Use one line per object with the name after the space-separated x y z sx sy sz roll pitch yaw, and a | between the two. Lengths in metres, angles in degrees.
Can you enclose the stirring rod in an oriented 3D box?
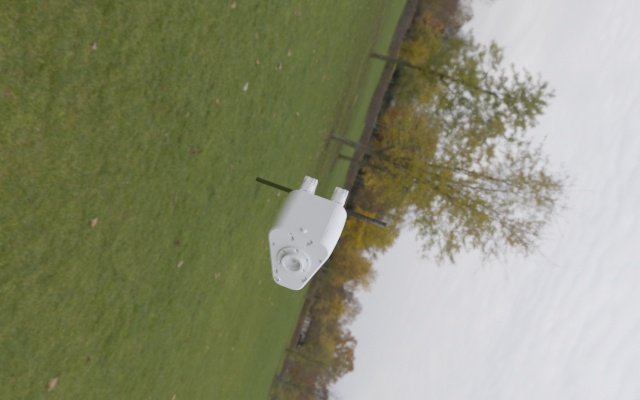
0.000 0.003 0.834 0.239 0.011 0.011 20 1 3 | stirring rod
